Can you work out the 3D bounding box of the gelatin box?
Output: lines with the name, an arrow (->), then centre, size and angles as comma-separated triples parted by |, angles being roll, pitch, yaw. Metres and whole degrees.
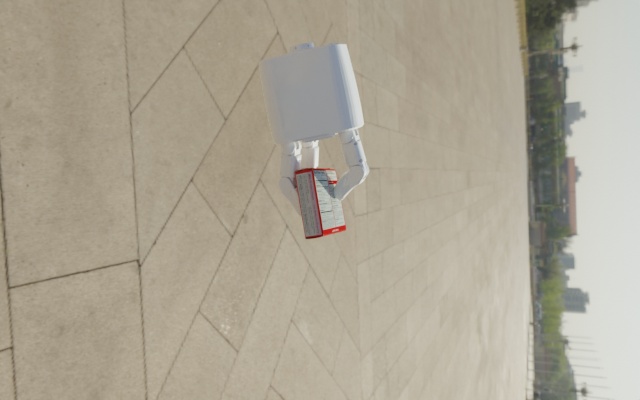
gelatin box -> 0.001, 0.002, 0.628 | 0.030, 0.089, 0.073 | -11, -2, 26
